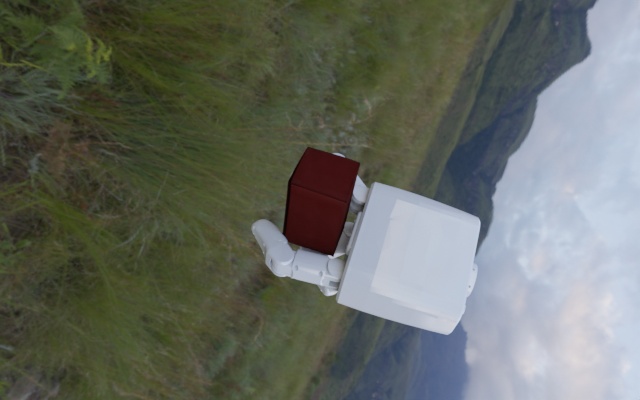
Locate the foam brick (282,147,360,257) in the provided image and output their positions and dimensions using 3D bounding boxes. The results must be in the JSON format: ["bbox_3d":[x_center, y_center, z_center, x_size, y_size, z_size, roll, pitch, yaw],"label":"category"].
[{"bbox_3d":[0.000,0.001,0.429,0.051,0.053,0.078,17,-43,7],"label":"foam brick"}]
